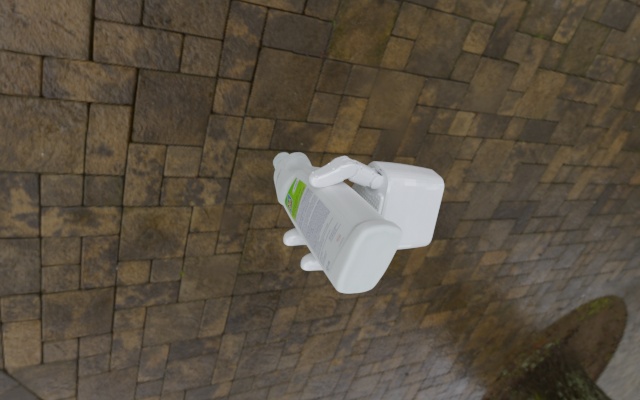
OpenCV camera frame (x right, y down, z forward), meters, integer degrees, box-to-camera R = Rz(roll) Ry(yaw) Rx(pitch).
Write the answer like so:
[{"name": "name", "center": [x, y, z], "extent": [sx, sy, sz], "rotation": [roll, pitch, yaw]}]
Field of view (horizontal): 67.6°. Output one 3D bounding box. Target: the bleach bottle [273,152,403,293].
[{"name": "bleach bottle", "center": [0.000, 0.002, 0.623], "extent": [0.068, 0.103, 0.250], "rotation": [4, 31, -34]}]
